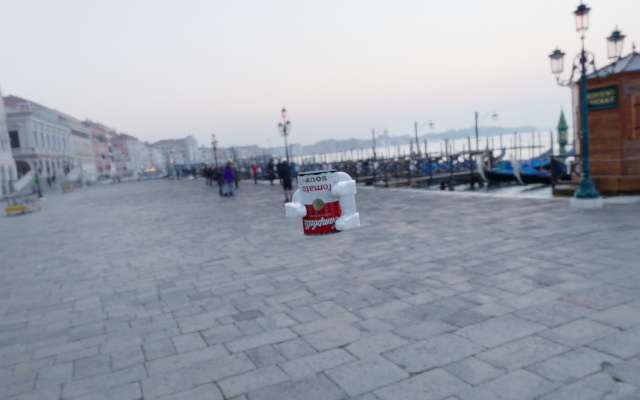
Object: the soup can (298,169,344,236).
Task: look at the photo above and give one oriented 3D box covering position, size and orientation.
[{"bbox_3d":[0.000,0.002,0.787,0.068,0.102,0.068,-6,6,1],"label":"soup can"}]
